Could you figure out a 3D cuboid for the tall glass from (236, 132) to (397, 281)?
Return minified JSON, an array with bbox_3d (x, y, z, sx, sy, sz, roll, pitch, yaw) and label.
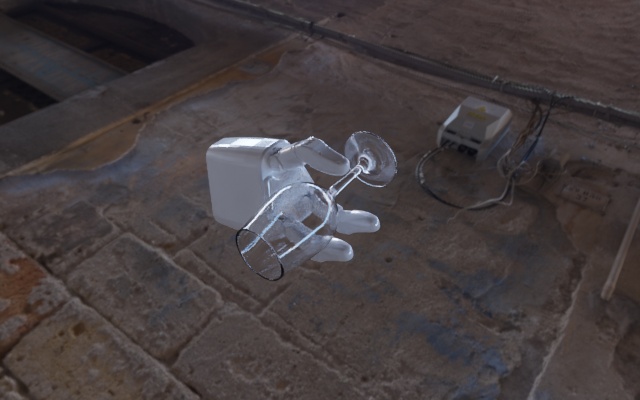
[{"bbox_3d":[0.001,0.001,0.518,0.079,0.079,0.201,0,31,44],"label":"tall glass"}]
